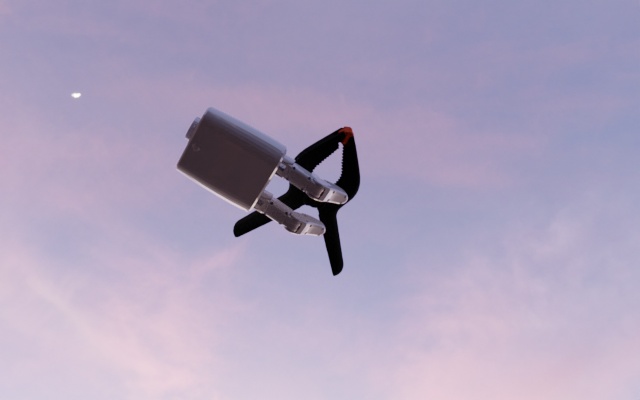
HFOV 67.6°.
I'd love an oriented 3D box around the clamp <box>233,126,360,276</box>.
[{"bbox_3d":[0.000,0.001,0.642,0.164,0.210,0.036,29,21,-14],"label":"clamp"}]
